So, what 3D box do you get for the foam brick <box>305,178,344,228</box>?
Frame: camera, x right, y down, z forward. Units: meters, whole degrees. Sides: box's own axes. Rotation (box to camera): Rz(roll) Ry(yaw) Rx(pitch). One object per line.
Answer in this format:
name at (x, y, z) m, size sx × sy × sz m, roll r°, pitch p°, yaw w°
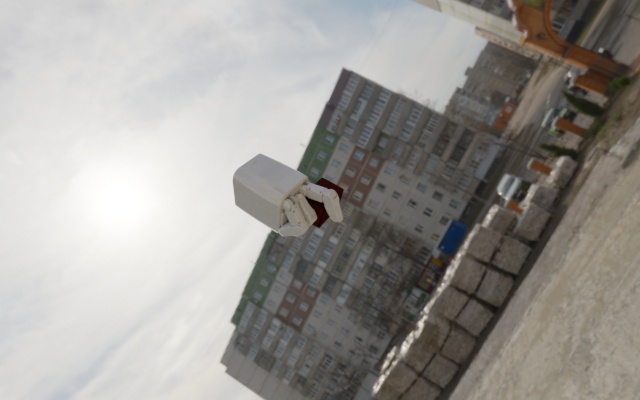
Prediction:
foam brick at (0.000, 0.003, 0.898) m, size 0.051 × 0.053 × 0.078 m, roll 29°, pitch 40°, yaw 15°
